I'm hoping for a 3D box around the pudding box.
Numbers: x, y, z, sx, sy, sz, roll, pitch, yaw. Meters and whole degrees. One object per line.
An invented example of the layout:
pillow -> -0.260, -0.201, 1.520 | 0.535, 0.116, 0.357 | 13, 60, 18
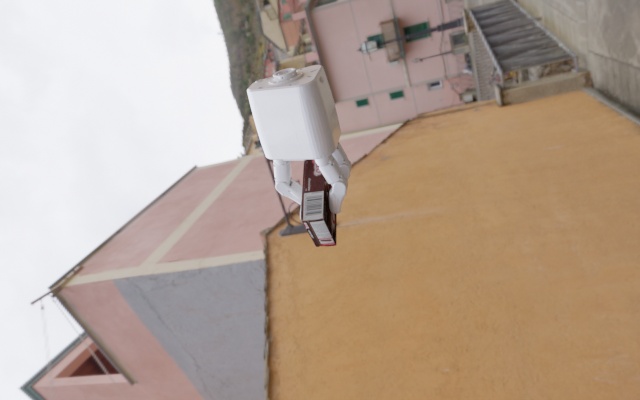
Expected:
pudding box -> 0.000, 0.002, 0.738 | 0.039, 0.113, 0.090 | -5, -31, 14
